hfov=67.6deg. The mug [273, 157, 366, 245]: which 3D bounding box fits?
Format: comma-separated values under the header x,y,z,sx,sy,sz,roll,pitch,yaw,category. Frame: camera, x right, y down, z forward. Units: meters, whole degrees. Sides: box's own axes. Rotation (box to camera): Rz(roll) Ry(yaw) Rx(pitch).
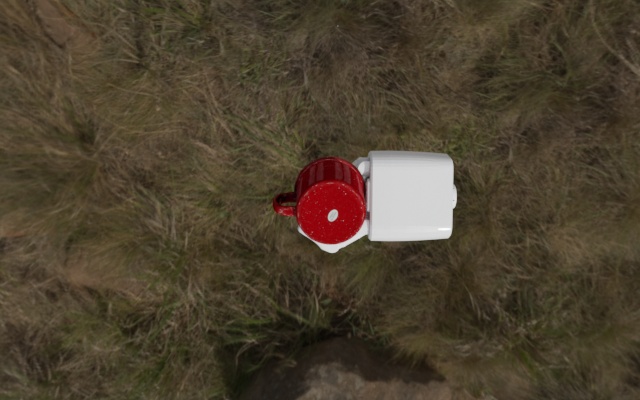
x,y,z,sx,sy,sz,roll,pitch,yaw,category
-0.001,0.002,0.580,0.117,0.093,0.081,0,20,0,mug
